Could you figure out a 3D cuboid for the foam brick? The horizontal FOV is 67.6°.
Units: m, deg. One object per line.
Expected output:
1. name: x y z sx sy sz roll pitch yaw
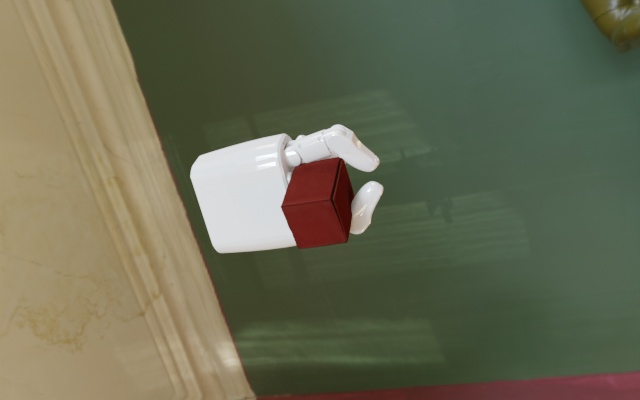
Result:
1. foam brick: 0.000 0.002 0.466 0.051 0.053 0.078 -9 32 16
